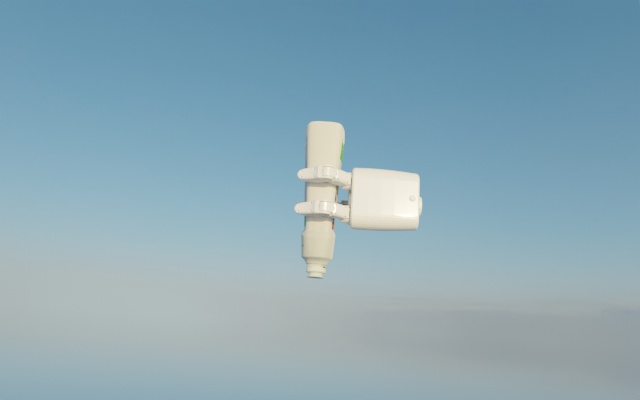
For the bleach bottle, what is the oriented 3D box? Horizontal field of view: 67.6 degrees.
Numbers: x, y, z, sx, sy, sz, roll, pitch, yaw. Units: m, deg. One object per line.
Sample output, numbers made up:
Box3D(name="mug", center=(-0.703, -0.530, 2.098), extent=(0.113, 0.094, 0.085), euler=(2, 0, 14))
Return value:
Box3D(name="bleach bottle", center=(0.000, 0.003, 0.791), extent=(0.068, 0.250, 0.102), euler=(4, -14, 1))
